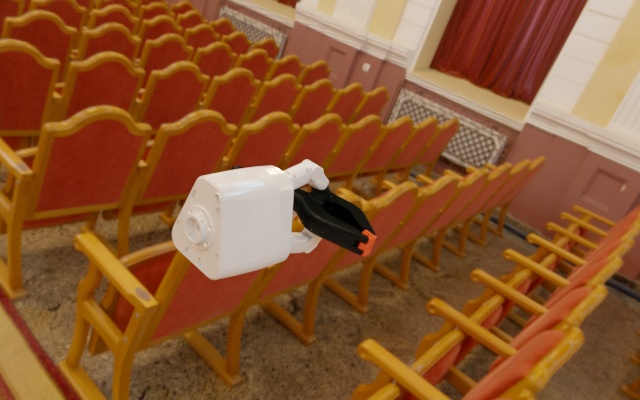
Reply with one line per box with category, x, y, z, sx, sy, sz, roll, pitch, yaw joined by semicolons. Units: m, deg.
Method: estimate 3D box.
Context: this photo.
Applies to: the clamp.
clamp;0.001;0.002;0.646;0.210;0.036;0.164;34;29;30
